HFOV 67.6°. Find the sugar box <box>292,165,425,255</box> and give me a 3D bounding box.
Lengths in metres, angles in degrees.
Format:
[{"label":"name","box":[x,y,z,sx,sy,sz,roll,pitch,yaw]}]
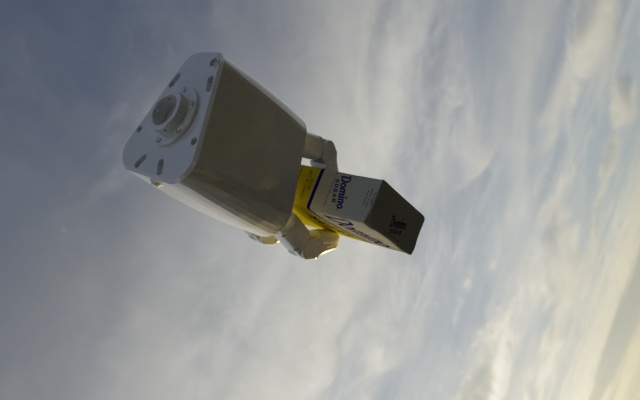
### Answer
[{"label":"sugar box","box":[0.000,0.002,0.458,0.176,0.048,0.093,16,-11,39]}]
